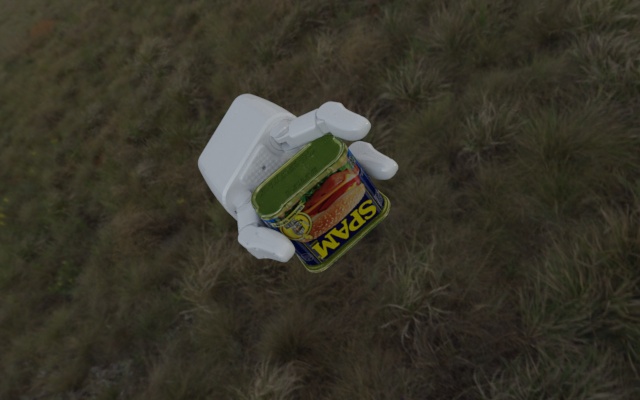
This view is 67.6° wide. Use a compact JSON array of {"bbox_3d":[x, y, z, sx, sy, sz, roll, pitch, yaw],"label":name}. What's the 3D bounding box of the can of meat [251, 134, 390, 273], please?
[{"bbox_3d":[0.000,0.001,0.434,0.084,0.102,0.057,50,-2,-37],"label":"can of meat"}]
